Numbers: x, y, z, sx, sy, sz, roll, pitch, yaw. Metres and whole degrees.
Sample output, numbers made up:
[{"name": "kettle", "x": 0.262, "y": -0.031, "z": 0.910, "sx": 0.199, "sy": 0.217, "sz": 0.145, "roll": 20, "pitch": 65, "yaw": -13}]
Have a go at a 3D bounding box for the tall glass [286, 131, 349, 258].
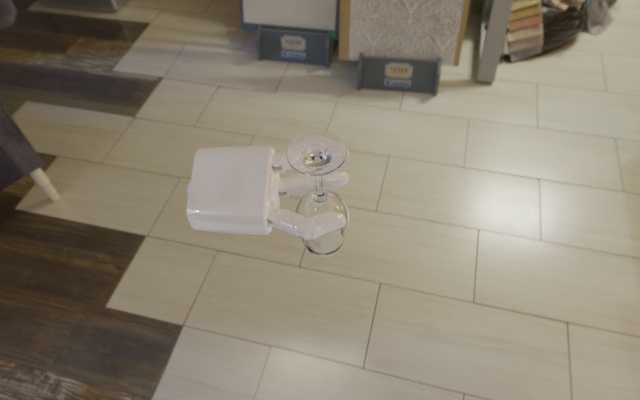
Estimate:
[{"name": "tall glass", "x": 0.000, "y": 0.002, "z": 0.657, "sx": 0.079, "sy": 0.079, "sz": 0.201, "roll": 0, "pitch": -38, "yaw": 4}]
